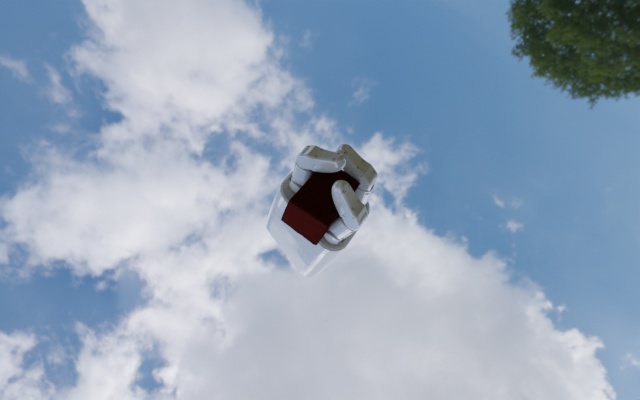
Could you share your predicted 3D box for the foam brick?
[{"bbox_3d":[0.000,0.002,0.550,0.053,0.078,0.051,37,-35,4],"label":"foam brick"}]
